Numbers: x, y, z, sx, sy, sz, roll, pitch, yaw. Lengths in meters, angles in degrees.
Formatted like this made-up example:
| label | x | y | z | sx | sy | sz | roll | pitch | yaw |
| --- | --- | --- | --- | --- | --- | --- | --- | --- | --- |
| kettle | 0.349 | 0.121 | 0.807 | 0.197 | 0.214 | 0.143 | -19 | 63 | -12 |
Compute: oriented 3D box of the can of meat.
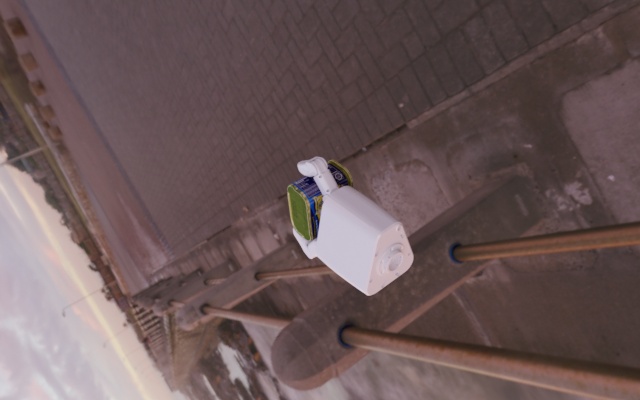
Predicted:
| label | x | y | z | sx | sy | sz | roll | pitch | yaw |
| --- | --- | --- | --- | --- | --- | --- | --- | --- | --- |
| can of meat | 0.000 | 0.002 | 0.722 | 0.084 | 0.102 | 0.057 | -30 | 47 | -25 |
